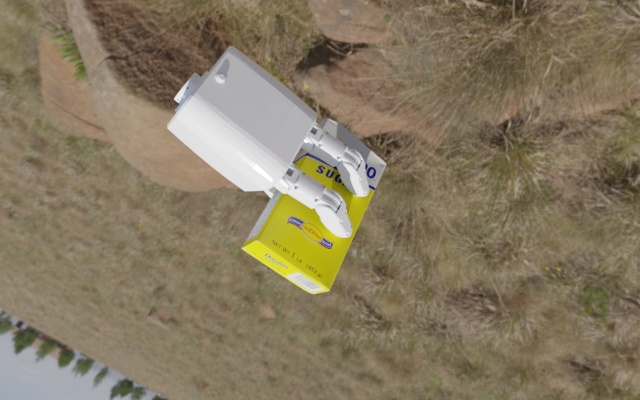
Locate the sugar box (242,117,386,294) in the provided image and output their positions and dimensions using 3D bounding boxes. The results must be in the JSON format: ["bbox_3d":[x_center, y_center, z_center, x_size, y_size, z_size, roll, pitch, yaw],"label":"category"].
[{"bbox_3d":[0.000,0.002,0.514,0.093,0.176,0.048,37,-30,-17],"label":"sugar box"}]
